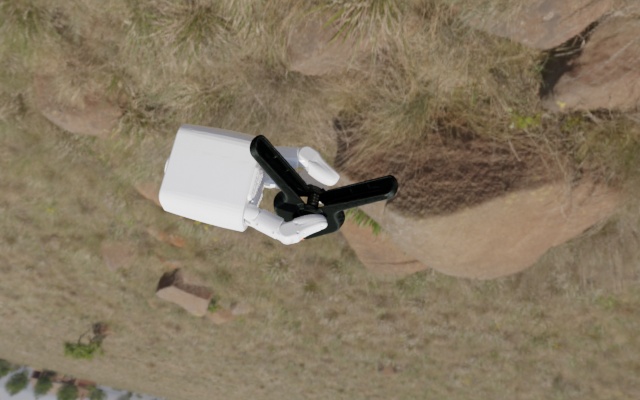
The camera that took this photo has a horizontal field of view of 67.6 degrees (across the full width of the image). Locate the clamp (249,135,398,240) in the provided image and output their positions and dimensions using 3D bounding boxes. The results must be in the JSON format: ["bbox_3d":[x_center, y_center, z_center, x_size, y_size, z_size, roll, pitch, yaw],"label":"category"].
[{"bbox_3d":[0.000,0.003,0.587,0.164,0.036,0.210,15,-26,5],"label":"clamp"}]
